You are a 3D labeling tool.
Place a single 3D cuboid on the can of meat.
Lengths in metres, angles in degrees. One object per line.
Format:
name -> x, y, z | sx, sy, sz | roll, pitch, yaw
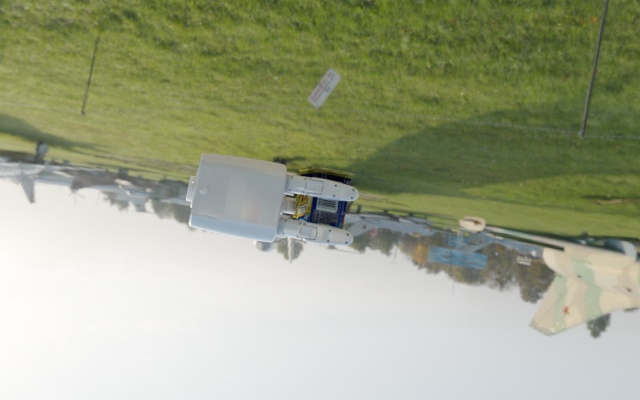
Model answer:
can of meat -> 0.000, 0.002, 0.635 | 0.057, 0.084, 0.102 | 11, -1, -16
